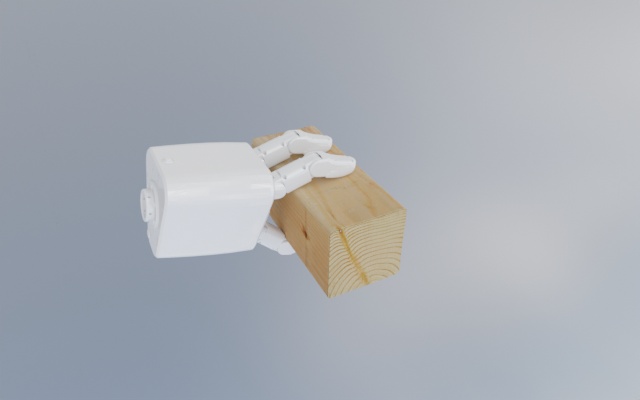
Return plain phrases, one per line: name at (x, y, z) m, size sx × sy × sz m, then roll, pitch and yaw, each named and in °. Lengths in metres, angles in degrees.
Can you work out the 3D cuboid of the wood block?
wood block at (0.000, 0.002, 0.554) m, size 0.090 × 0.091 × 0.206 m, roll -16°, pitch 39°, yaw -22°
